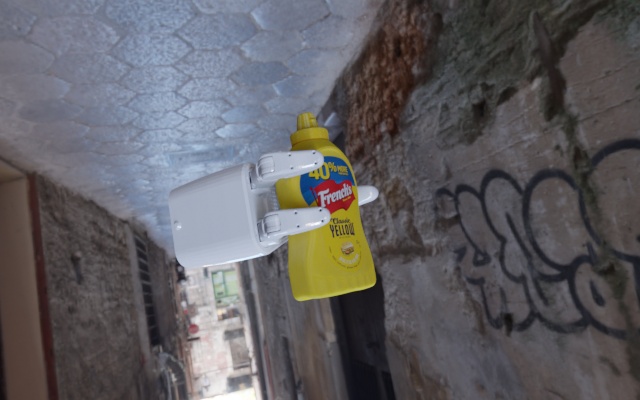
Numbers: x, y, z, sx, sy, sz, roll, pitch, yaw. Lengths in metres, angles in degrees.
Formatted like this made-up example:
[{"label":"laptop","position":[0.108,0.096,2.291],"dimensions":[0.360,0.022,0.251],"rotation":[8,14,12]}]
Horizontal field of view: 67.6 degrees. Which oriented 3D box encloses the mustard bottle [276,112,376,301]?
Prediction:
[{"label":"mustard bottle","position":[0.000,0.002,0.497],"dimensions":[0.096,0.191,0.058],"rotation":[-2,-12,-42]}]
